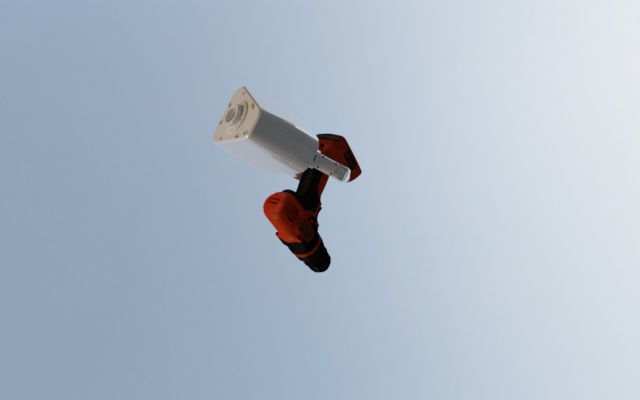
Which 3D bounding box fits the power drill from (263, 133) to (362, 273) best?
[{"bbox_3d":[0.000,0.002,0.758,0.057,0.187,0.185,9,-32,32],"label":"power drill"}]
